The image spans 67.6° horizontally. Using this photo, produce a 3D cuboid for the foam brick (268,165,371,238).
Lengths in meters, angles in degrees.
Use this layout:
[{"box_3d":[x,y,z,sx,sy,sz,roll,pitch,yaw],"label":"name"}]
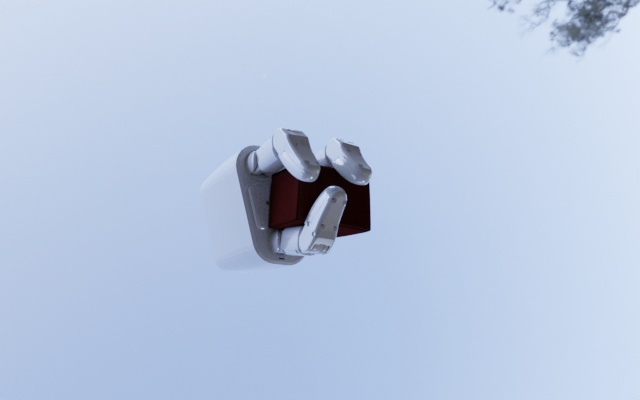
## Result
[{"box_3d":[0.000,0.002,0.433,0.078,0.053,0.051,11,-17,-32],"label":"foam brick"}]
